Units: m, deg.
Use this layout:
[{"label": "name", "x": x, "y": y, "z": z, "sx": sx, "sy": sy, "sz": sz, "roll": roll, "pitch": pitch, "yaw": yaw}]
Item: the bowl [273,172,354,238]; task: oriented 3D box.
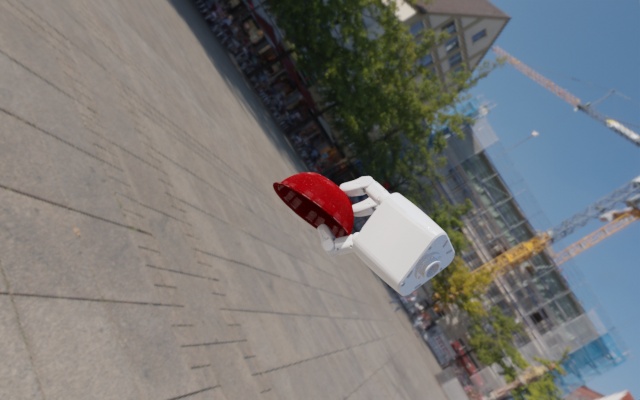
[{"label": "bowl", "x": -0.001, "y": 0.002, "z": 0.799, "sx": 0.162, "sy": 0.055, "sz": 0.162, "roll": 34, "pitch": -14, "yaw": 10}]
